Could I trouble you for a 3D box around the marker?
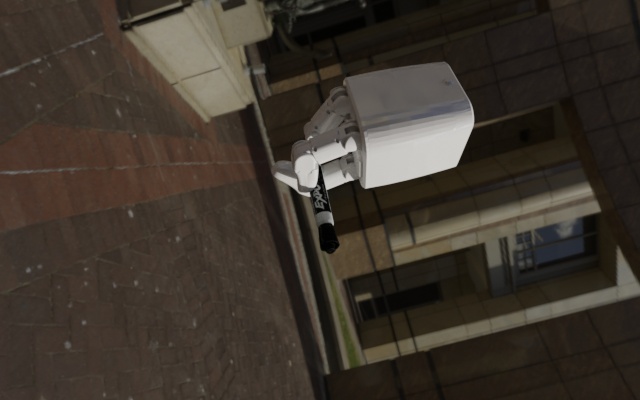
[{"bbox_3d":[0.000,0.002,0.483,0.020,0.121,0.020,-7,-39,-6],"label":"marker"}]
